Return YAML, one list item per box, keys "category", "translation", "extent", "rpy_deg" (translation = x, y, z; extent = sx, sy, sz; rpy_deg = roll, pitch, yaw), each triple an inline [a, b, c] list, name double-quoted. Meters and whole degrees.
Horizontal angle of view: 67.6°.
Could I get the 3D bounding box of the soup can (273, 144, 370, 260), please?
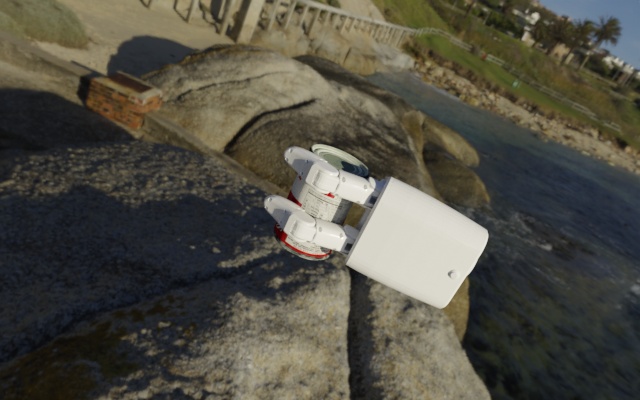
- category: "soup can"
  translation: [0.000, 0.001, 0.496]
  extent: [0.068, 0.102, 0.068]
  rpy_deg: [21, 23, -9]
